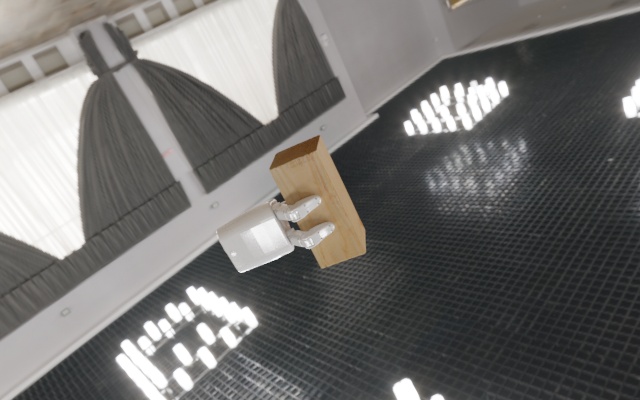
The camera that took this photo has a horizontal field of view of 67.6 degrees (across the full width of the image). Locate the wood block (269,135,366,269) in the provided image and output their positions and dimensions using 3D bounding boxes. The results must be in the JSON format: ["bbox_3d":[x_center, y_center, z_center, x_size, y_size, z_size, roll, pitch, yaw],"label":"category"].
[{"bbox_3d":[0.000,0.003,0.846,0.090,0.206,0.090,-22,22,12],"label":"wood block"}]
